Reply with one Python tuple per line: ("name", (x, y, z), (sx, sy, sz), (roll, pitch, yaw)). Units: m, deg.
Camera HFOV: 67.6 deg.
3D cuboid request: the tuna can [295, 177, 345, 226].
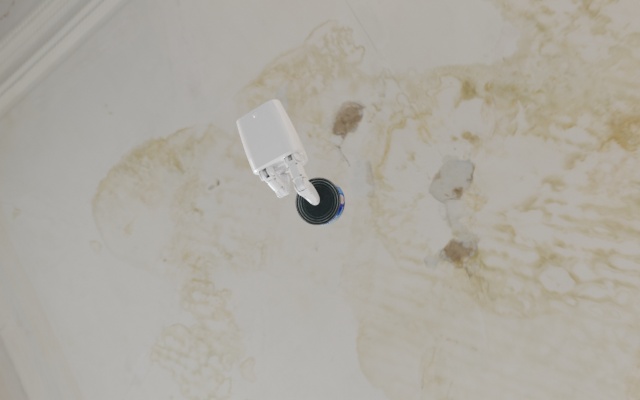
("tuna can", (0.000, 0.003, 0.864), (0.086, 0.086, 0.034), (0, -5, 21))
